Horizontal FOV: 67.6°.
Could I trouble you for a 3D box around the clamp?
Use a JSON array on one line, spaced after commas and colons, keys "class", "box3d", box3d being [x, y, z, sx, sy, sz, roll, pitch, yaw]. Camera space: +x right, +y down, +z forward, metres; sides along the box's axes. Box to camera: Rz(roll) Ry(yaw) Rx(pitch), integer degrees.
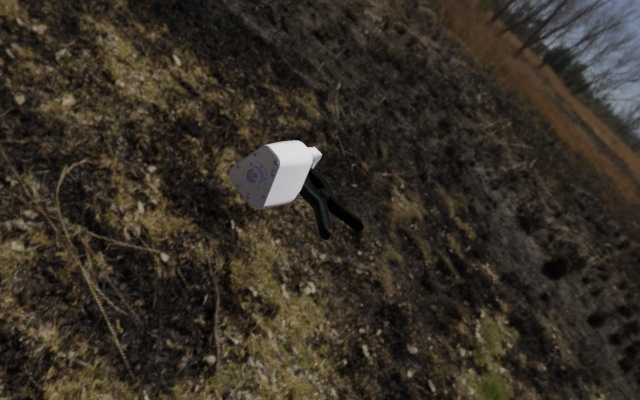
[{"class": "clamp", "box3d": [0.000, 0.002, 0.896, 0.039, 0.171, 0.120, -48, -15, 26]}]
